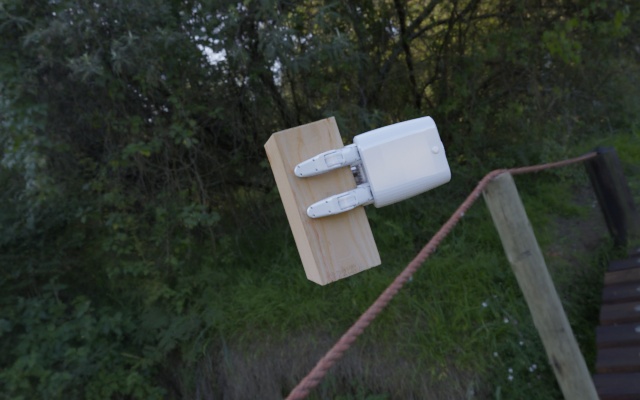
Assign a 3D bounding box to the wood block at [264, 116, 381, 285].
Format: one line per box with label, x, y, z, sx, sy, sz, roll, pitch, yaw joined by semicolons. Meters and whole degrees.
wood block;0.000;0.002;0.665;0.090;0.206;0.091;-18;1;-14
